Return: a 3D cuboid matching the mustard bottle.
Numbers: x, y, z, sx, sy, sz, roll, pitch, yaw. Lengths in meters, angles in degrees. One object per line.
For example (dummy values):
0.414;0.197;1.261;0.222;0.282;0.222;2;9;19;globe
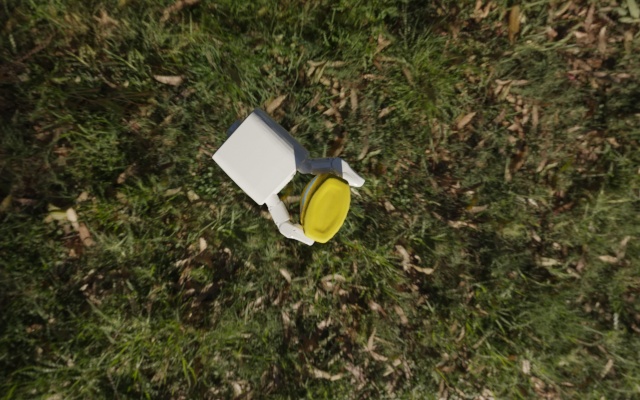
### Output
0.000;0.003;0.748;0.058;0.096;0.191;19;4;-7;mustard bottle
